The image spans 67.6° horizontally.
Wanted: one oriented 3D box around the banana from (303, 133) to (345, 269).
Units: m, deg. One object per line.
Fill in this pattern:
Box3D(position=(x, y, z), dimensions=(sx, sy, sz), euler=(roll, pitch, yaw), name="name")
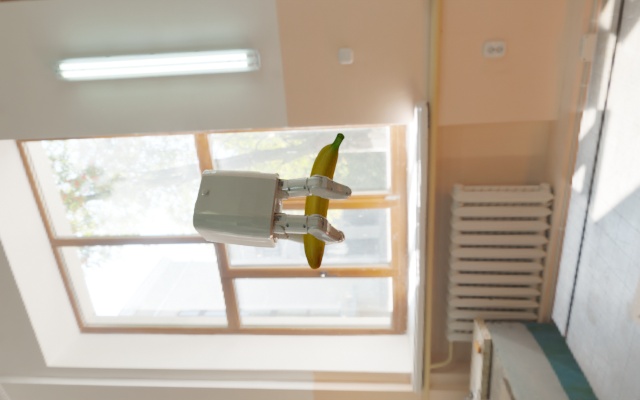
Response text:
Box3D(position=(-0.002, 0.001, 0.699), dimensions=(0.037, 0.197, 0.069), euler=(10, -9, -8), name="banana")
